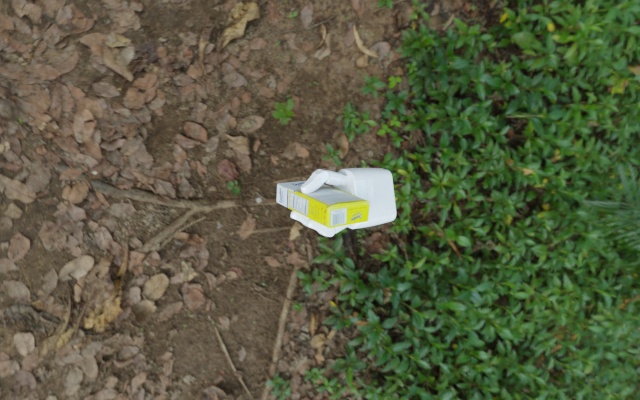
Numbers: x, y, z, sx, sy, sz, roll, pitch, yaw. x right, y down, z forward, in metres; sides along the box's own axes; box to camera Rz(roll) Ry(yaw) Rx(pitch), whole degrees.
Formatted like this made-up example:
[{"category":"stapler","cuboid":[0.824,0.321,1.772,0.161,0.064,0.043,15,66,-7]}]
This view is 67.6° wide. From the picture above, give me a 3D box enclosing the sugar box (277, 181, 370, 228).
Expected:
[{"category":"sugar box","cuboid":[0.000,0.003,0.898,0.093,0.048,0.176,-7,16,-34]}]
